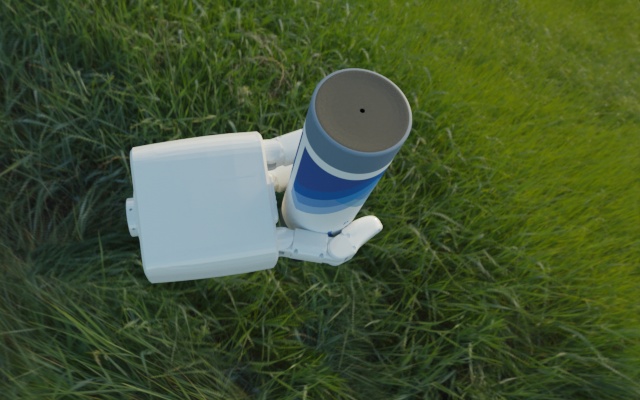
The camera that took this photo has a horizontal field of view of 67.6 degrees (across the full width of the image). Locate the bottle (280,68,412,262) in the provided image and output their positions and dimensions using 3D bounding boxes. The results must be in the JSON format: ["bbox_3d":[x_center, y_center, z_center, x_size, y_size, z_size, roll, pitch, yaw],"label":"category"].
[{"bbox_3d":[0.000,0.001,0.434,0.069,0.069,0.296,0,-23,-11],"label":"bottle"}]
